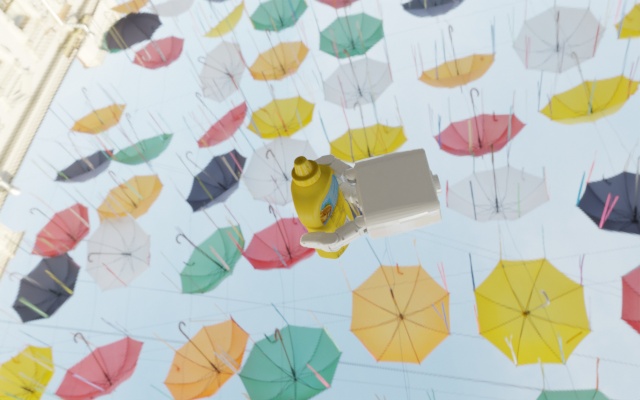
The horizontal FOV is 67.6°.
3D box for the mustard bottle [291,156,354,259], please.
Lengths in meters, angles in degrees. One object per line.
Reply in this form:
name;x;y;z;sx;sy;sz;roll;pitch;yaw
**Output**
mustard bottle;0.000;0.003;0.718;0.058;0.096;0.192;6;-34;24
